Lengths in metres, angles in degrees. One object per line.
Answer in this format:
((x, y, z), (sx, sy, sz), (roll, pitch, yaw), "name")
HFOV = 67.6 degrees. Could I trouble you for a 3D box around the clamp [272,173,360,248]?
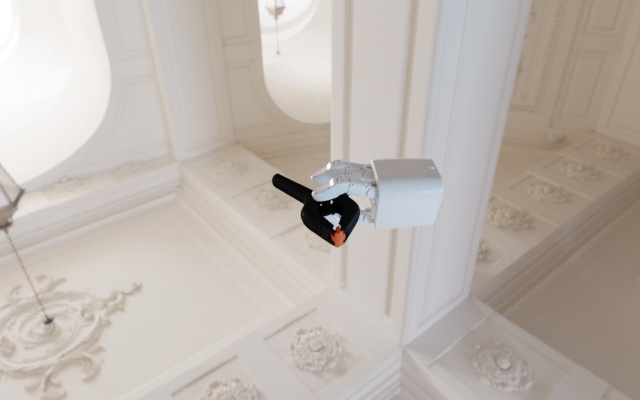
((0.000, 0.004, 0.783), (0.164, 0.036, 0.209), (-4, 33, -1), "clamp")
